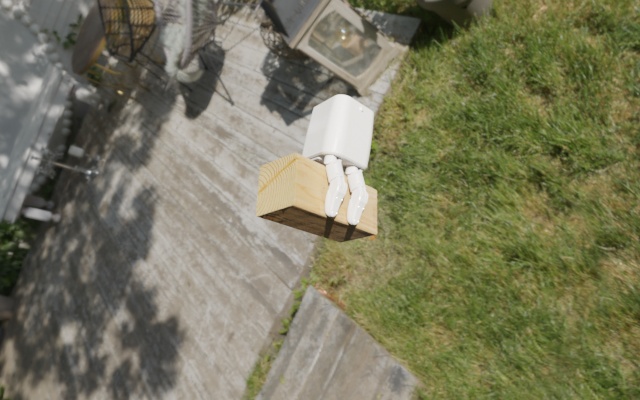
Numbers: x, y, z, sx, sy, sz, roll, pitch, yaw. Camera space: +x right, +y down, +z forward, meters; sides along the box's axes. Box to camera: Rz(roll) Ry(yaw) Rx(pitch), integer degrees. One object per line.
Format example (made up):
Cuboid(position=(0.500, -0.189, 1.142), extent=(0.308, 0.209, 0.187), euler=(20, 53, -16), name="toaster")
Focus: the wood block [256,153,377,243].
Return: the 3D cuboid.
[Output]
Cuboid(position=(0.000, 0.002, 0.817), extent=(0.091, 0.090, 0.206), euler=(-16, -26, 41), name="wood block")
